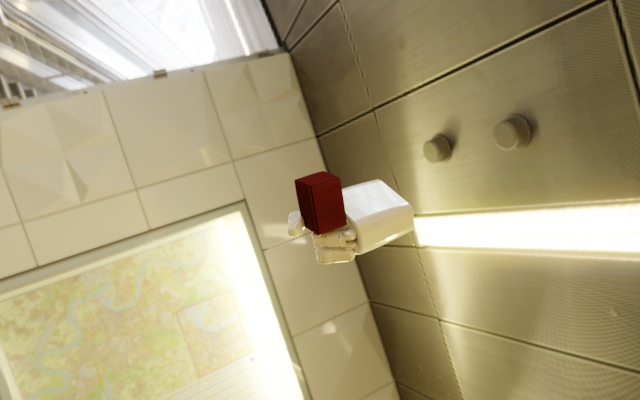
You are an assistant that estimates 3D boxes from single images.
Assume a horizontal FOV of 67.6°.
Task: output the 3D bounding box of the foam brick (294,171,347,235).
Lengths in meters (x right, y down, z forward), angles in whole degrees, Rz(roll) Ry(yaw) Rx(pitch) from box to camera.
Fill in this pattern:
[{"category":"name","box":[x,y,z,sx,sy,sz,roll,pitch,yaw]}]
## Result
[{"category":"foam brick","box":[0.000,0.002,0.707,0.051,0.078,0.053,-19,24,-23]}]
